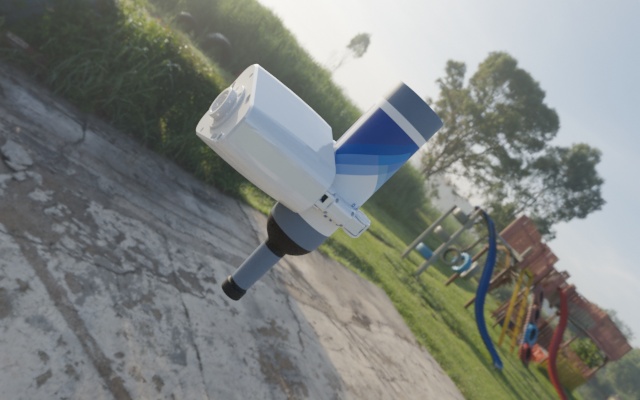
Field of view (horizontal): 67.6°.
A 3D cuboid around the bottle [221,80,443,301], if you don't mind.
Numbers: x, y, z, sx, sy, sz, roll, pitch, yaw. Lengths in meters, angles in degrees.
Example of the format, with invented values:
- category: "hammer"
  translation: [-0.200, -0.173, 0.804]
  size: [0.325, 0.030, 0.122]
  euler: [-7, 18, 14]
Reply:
- category: "bottle"
  translation: [0.000, 0.002, 0.515]
  size: [0.296, 0.069, 0.069]
  euler: [-45, -10, 10]
